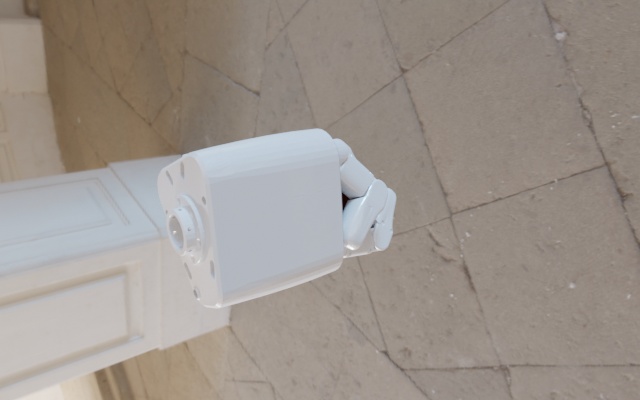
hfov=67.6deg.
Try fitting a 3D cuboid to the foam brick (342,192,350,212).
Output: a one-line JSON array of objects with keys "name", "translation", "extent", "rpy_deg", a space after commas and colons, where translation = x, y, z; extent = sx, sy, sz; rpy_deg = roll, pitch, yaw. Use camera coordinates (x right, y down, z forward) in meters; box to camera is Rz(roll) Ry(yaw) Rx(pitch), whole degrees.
[{"name": "foam brick", "translation": [0.000, 0.002, 0.427], "extent": [0.051, 0.053, 0.078], "rpy_deg": [-15, 1, -36]}]
